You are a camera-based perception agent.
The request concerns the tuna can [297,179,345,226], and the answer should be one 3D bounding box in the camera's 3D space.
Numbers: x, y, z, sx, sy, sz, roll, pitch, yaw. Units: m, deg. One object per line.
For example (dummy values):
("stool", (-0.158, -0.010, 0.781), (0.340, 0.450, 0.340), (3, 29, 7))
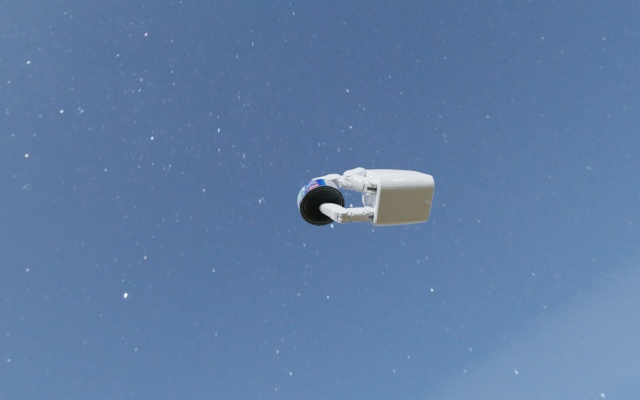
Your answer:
("tuna can", (0.000, 0.003, 0.895), (0.086, 0.086, 0.033), (0, 29, -14))
